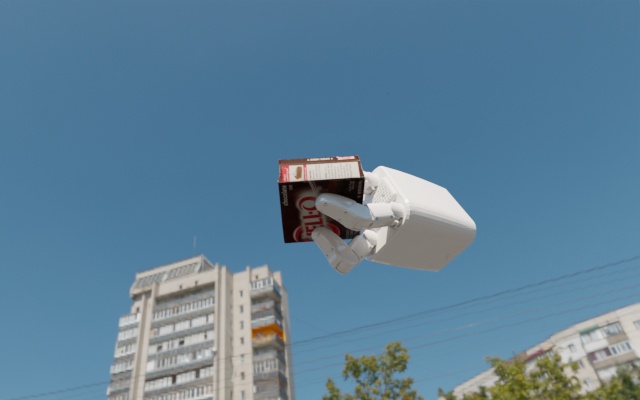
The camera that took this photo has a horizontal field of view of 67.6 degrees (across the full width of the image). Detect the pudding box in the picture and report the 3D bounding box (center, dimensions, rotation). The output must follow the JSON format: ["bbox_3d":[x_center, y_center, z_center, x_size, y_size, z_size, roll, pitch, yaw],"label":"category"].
[{"bbox_3d":[0.000,0.002,0.533,0.090,0.039,0.114,-4,-41,-3],"label":"pudding box"}]
